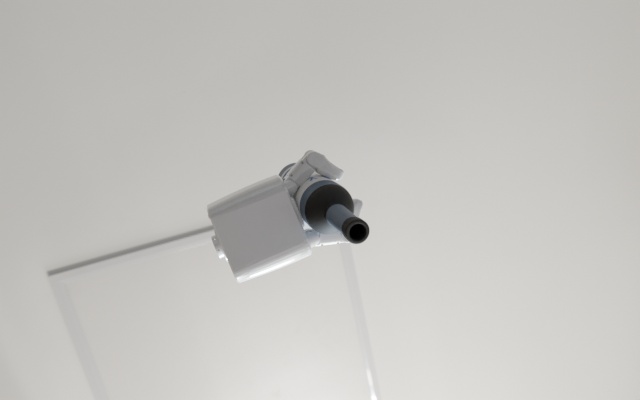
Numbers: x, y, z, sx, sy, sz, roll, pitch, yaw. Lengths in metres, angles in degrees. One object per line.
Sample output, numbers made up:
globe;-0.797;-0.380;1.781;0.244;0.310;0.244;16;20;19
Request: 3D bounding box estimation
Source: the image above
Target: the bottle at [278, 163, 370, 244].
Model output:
bottle;0.000;0.002;0.642;0.069;0.069;0.295;0;12;-16
